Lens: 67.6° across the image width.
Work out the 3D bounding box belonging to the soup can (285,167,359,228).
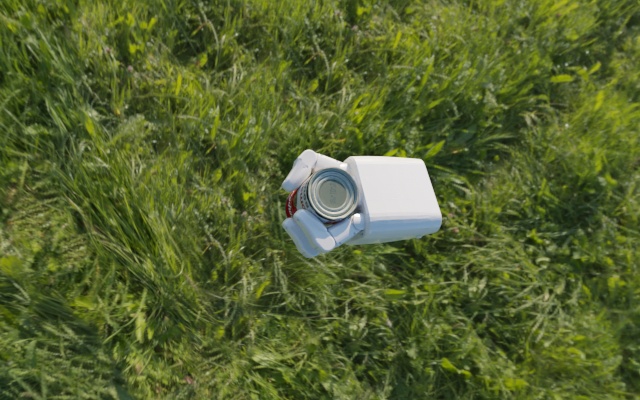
[{"bbox_3d":[0.000,0.002,0.608,0.068,0.068,0.102,0,-12,-19],"label":"soup can"}]
